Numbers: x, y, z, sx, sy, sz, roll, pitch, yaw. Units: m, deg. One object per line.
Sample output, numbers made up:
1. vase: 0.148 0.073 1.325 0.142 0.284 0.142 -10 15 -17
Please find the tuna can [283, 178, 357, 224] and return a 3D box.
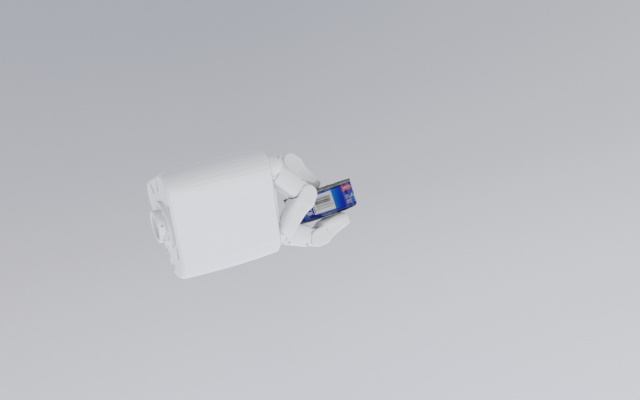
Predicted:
1. tuna can: 0.000 0.002 0.583 0.086 0.034 0.086 -18 2 1
